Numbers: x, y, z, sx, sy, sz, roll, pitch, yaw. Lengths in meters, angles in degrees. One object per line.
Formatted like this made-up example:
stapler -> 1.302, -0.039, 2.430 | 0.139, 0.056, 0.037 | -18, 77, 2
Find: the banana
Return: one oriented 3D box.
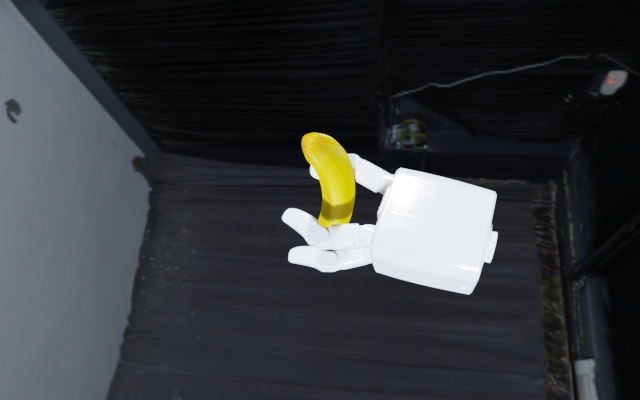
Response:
banana -> 0.011, -0.008, 0.519 | 0.037, 0.198, 0.069 | 27, 54, 22
